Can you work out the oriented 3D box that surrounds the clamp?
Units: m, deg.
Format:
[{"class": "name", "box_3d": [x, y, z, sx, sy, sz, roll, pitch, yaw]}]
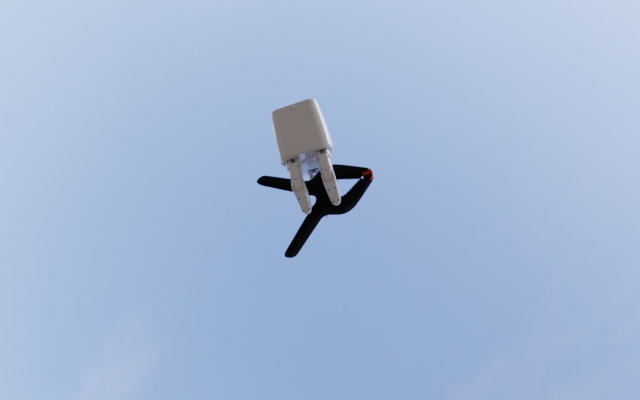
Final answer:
[{"class": "clamp", "box_3d": [0.001, 0.003, 0.861, 0.210, 0.164, 0.036, -18, -17, 5]}]
